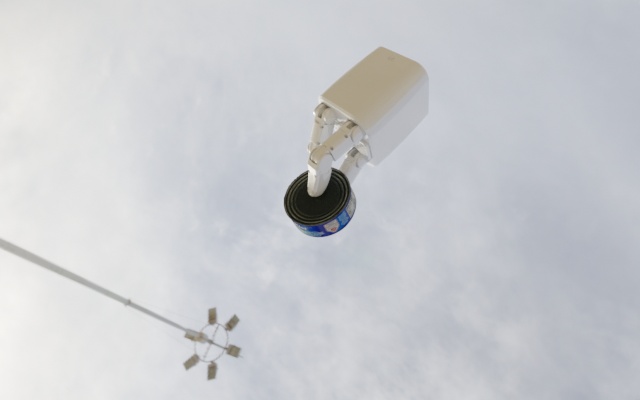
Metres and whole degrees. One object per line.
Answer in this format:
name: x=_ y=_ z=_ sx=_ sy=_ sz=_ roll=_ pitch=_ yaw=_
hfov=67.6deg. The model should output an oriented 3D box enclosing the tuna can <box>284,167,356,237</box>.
tuna can: x=0.000 y=0.002 z=0.589 sx=0.086 sy=0.086 sz=0.034 roll=0 pitch=-33 yaw=22
